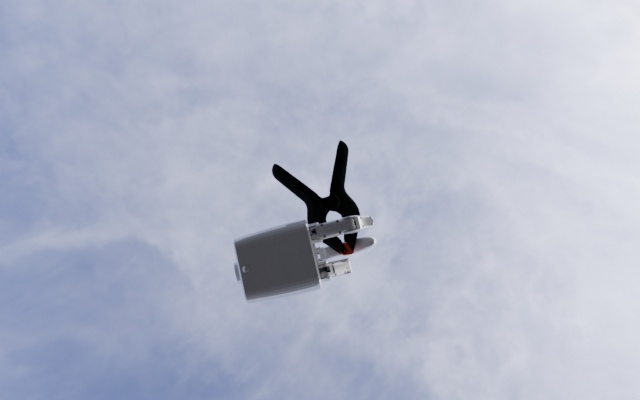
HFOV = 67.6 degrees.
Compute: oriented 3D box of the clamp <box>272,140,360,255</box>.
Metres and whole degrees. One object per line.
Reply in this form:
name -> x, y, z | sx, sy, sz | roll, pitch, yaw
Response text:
clamp -> 0.000, 0.003, 0.707 | 0.120, 0.171, 0.039 | -13, -9, -4
